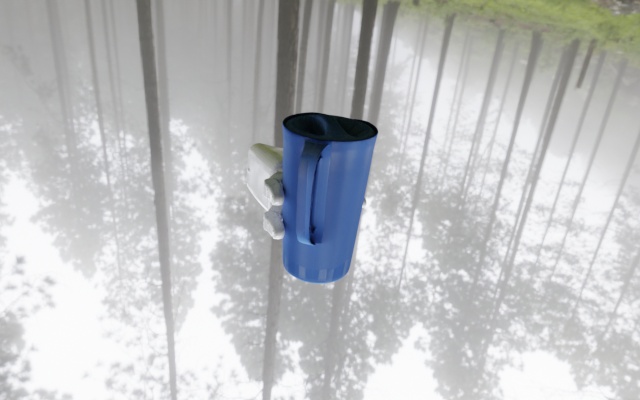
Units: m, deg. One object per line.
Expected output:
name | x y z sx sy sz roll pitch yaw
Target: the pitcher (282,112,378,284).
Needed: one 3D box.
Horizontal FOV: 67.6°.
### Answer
pitcher | 0.000 0.002 0.702 0.149 0.243 0.145 -10 29 -29
